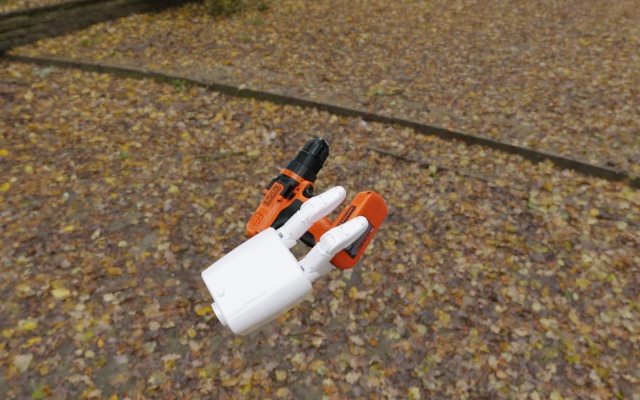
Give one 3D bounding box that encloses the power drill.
[{"bbox_3d":[0.000,0.003,0.667,0.187,0.184,0.057,23,-14,45],"label":"power drill"}]
